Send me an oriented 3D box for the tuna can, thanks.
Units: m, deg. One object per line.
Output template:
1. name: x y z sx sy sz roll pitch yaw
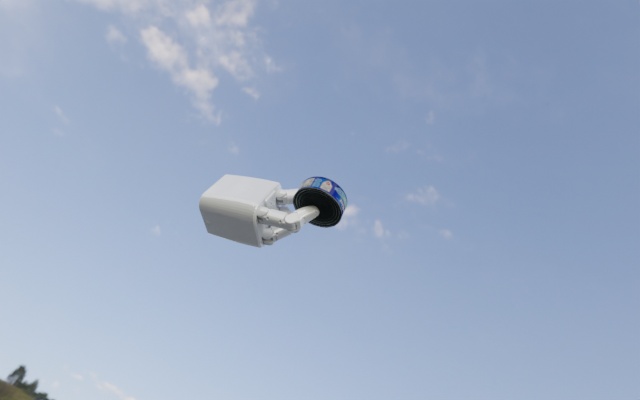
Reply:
1. tuna can: 0.000 0.002 0.786 0.086 0.086 0.033 0 40 29
